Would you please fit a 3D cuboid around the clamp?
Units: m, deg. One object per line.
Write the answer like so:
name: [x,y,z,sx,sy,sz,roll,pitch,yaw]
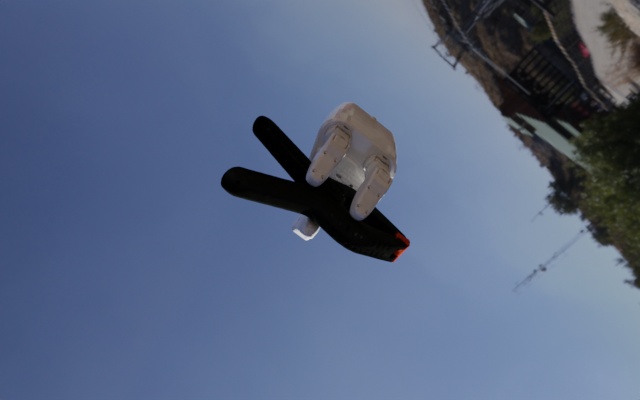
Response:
clamp: [0.000,0.002,0.475,0.210,0.036,0.164,37,24,-7]
